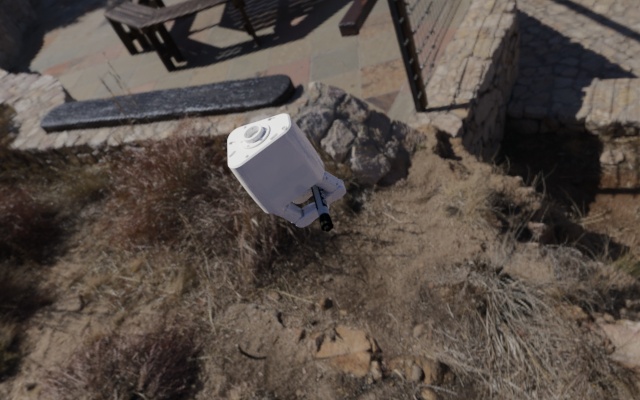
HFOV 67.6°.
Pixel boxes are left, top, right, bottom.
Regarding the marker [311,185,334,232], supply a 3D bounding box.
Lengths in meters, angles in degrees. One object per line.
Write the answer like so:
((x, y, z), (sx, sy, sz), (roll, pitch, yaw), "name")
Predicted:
((0.000, 0.002, 0.734), (0.020, 0.020, 0.121), (0, 42, -13), "marker")
